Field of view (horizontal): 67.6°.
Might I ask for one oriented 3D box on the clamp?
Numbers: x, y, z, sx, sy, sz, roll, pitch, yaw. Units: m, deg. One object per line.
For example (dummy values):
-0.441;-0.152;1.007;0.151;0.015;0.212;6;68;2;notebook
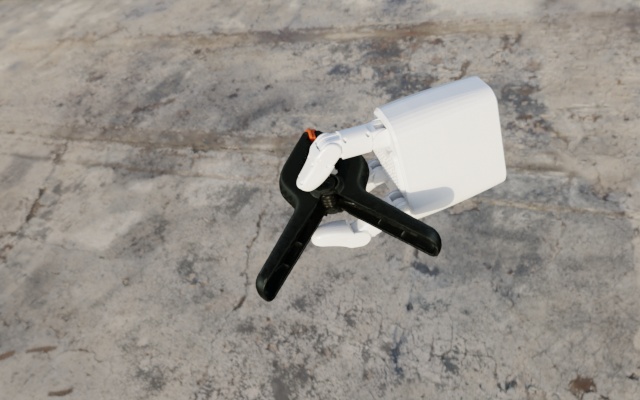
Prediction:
0.000;0.001;0.473;0.164;0.036;0.209;-19;44;-5;clamp
